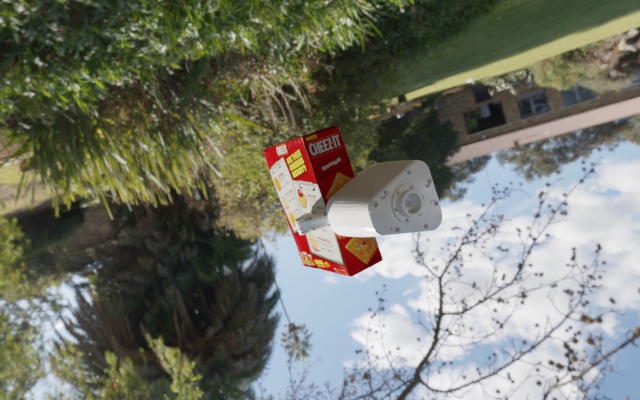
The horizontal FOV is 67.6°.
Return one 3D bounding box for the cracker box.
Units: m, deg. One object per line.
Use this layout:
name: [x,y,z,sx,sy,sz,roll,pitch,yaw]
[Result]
cracker box: [0.000,0.003,0.753,0.072,0.214,0.164,-22,9,-25]
